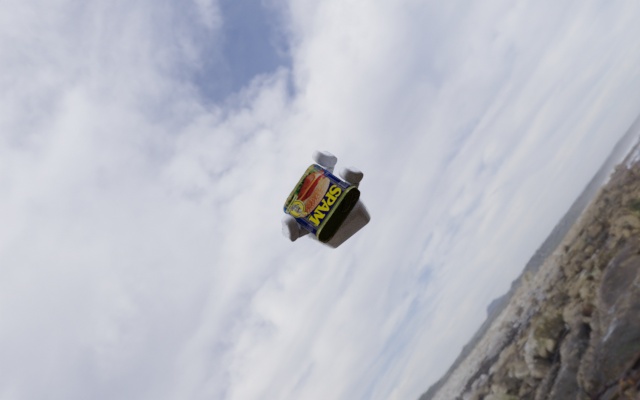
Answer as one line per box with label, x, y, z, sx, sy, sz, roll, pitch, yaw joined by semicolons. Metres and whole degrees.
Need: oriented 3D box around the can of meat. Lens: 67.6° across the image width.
can of meat;0.000;0.002;0.768;0.084;0.102;0.057;35;0;26
